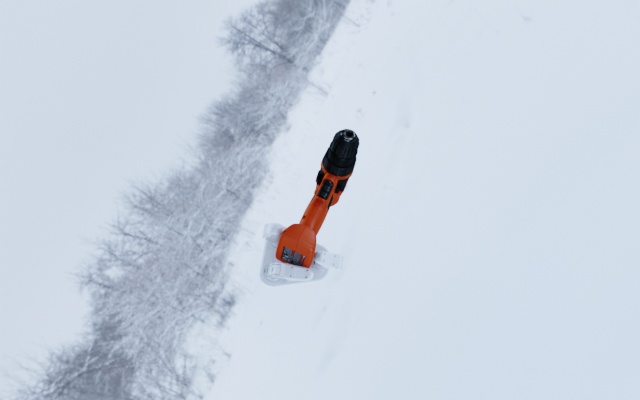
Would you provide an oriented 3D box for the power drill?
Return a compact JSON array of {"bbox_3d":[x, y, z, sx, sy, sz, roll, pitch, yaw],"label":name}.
[{"bbox_3d":[0.000,0.003,0.724,0.057,0.187,0.184,25,-31,6],"label":"power drill"}]
